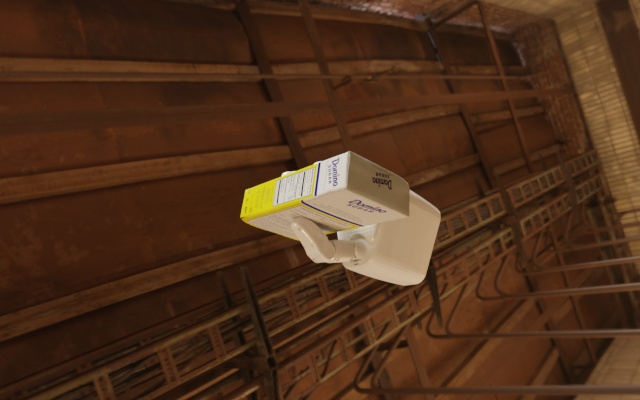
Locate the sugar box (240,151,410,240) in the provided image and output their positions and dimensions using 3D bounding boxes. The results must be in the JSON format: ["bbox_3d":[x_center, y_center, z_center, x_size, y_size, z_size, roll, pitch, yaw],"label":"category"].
[{"bbox_3d":[0.000,0.001,0.520,0.093,0.048,0.176,22,-28,-38],"label":"sugar box"}]
